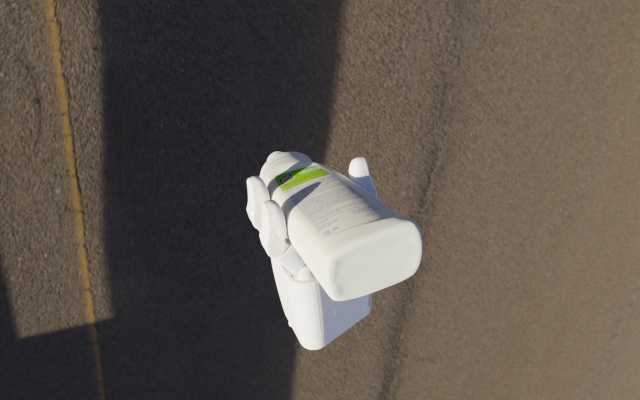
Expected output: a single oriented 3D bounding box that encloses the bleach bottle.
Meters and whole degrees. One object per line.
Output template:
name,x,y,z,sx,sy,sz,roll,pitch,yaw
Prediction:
bleach bottle,0.000,0.002,0.520,0.102,0.068,0.250,-17,32,-16
